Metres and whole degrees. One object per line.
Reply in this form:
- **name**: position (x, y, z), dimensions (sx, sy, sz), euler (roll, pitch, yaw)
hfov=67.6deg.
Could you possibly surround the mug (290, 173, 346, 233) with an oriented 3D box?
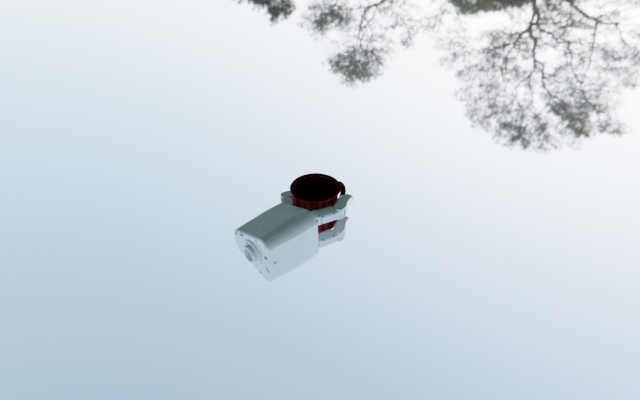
- **mug**: position (0.001, 0.002, 0.895), dimensions (0.117, 0.082, 0.093), euler (-28, 45, -32)
